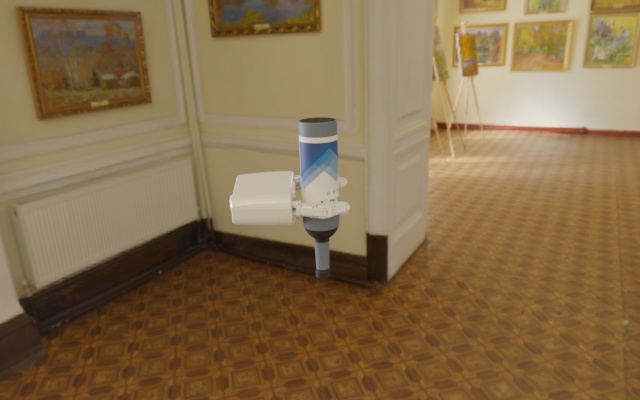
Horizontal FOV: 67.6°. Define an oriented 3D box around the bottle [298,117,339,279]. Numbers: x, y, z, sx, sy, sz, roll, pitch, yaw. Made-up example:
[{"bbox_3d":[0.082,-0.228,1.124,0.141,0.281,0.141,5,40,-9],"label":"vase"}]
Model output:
[{"bbox_3d":[0.000,0.003,0.860,0.069,0.296,0.069,-2,18,1],"label":"bottle"}]
